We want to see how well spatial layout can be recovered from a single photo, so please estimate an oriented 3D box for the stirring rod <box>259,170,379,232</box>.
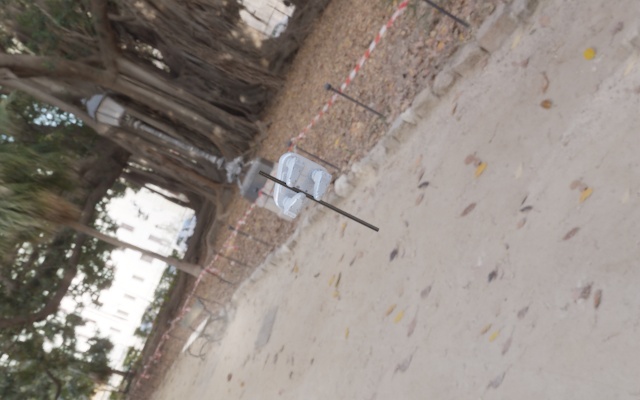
[{"bbox_3d":[0.000,0.003,0.850,0.239,0.011,0.011,26,-6,-12],"label":"stirring rod"}]
